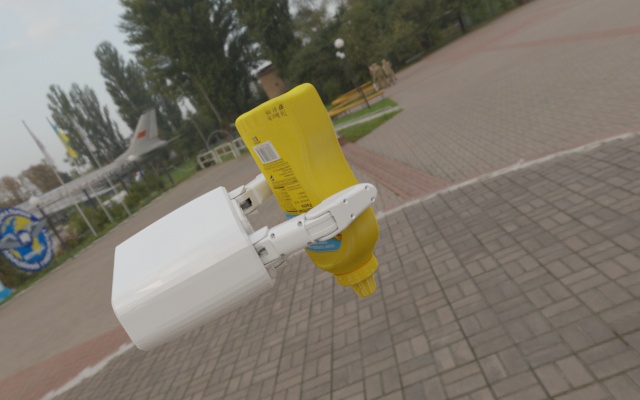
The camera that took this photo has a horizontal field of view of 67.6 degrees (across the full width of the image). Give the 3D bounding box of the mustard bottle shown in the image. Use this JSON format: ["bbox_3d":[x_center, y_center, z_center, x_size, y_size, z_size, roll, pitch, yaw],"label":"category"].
[{"bbox_3d":[0.000,0.001,0.414,0.058,0.192,0.096,-35,15,-31],"label":"mustard bottle"}]
